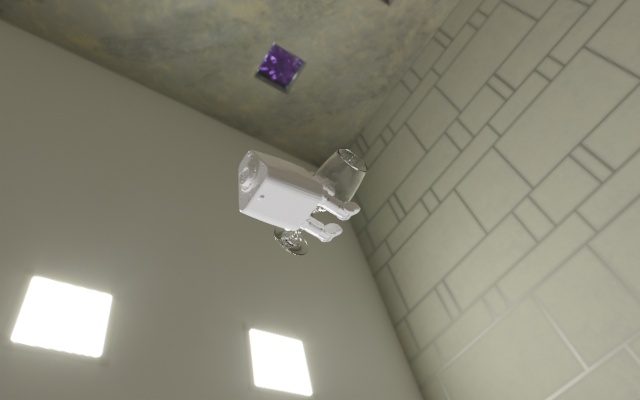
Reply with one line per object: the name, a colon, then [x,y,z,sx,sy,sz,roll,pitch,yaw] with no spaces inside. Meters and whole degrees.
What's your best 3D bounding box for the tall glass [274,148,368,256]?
tall glass: [0.000,0.003,0.846,0.079,0.201,0.079,30,26,-16]
